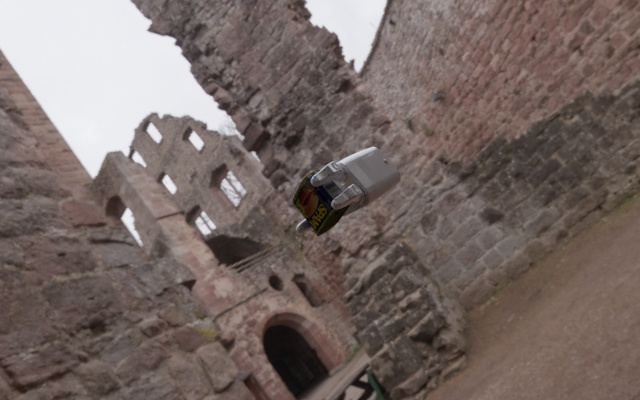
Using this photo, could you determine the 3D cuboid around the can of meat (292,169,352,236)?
[{"bbox_3d":[0.000,0.003,0.875,0.057,0.084,0.102,-30,-17,-34],"label":"can of meat"}]
